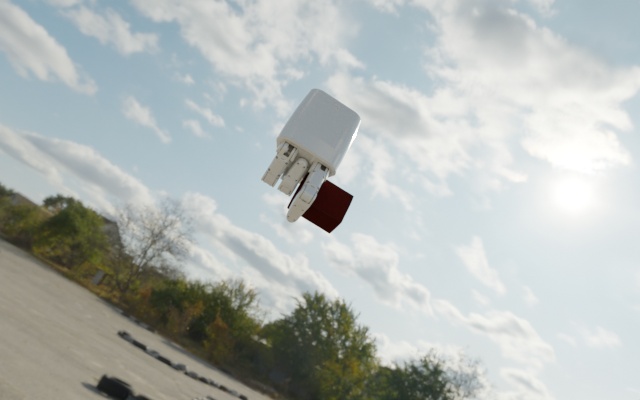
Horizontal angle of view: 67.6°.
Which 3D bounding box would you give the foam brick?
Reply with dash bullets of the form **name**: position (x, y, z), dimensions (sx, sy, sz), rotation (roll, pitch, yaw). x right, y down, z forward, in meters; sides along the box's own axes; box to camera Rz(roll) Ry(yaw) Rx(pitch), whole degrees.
- **foam brick**: position (0.000, 0.003, 0.709), dimensions (0.078, 0.051, 0.053), rotation (32, -29, -7)
